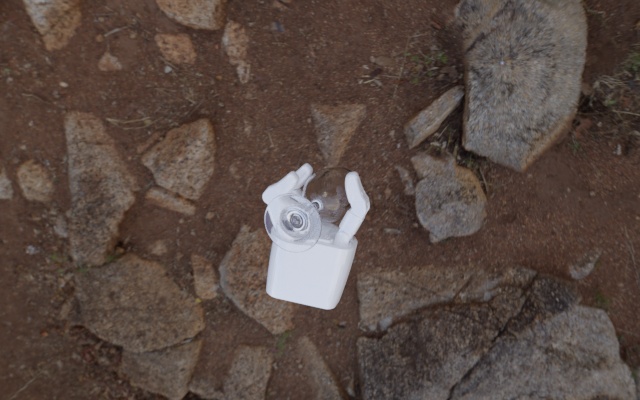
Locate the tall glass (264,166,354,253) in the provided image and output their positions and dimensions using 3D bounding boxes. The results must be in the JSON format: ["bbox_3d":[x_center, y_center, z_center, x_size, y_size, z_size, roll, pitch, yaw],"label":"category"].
[{"bbox_3d":[0.000,0.002,0.659,0.079,0.079,0.201,0,15,21],"label":"tall glass"}]
